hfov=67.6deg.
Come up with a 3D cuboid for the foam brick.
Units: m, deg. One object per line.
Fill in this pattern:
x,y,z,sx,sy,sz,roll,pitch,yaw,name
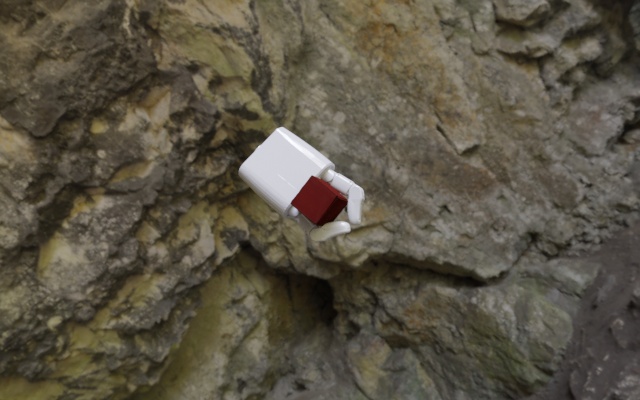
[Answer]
0.000,0.002,0.702,0.051,0.053,0.078,40,6,15,foam brick
